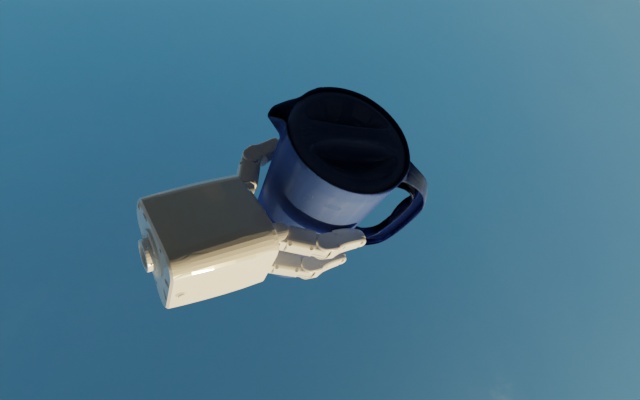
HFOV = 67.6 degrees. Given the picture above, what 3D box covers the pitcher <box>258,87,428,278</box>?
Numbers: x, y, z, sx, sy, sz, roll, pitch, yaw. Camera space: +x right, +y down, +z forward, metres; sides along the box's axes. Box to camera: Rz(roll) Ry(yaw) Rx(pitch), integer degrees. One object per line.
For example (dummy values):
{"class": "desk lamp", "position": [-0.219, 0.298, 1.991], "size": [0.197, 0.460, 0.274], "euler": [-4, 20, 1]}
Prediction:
{"class": "pitcher", "position": [0.000, 0.002, 0.559], "size": [0.145, 0.149, 0.243], "euler": [-15, -24, -30]}
